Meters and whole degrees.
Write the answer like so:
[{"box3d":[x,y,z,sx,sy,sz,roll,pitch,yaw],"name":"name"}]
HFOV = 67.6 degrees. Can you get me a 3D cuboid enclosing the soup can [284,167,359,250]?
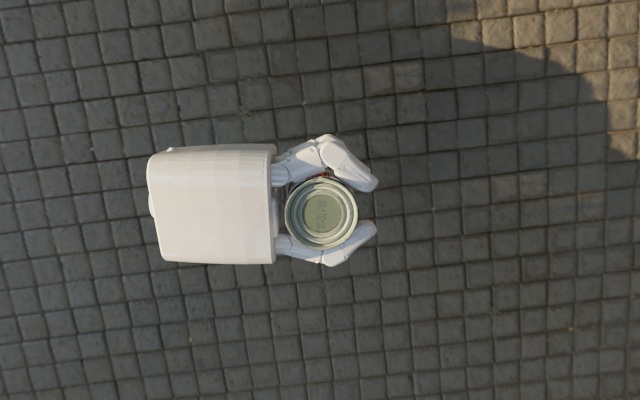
[{"box3d":[0.001,0.002,0.463,0.068,0.068,0.102,0,12,-1],"name":"soup can"}]
